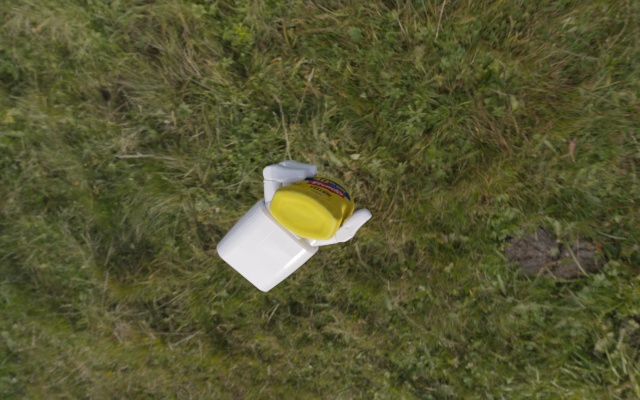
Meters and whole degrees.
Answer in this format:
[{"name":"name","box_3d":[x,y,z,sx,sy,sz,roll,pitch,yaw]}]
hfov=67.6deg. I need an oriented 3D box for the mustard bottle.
[{"name":"mustard bottle","box_3d":[0.000,0.002,0.711,0.096,0.058,0.191,25,16,10]}]
